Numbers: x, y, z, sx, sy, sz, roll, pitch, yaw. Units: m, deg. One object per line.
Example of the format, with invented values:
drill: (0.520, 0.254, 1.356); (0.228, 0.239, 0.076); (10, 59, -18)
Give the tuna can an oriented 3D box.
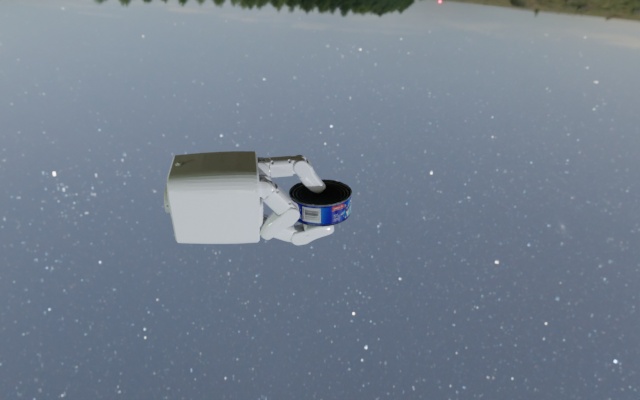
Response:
tuna can: (0.000, 0.003, 0.657); (0.086, 0.034, 0.086); (0, 25, 0)
